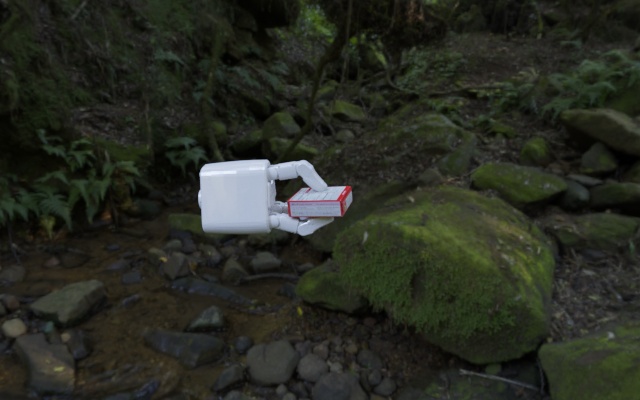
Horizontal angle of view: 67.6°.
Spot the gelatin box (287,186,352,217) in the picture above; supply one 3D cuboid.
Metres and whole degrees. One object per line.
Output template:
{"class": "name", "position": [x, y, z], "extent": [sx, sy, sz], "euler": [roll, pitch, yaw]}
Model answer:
{"class": "gelatin box", "position": [0.000, 0.002, 0.758], "extent": [0.089, 0.030, 0.073], "euler": [-2, 17, 16]}
